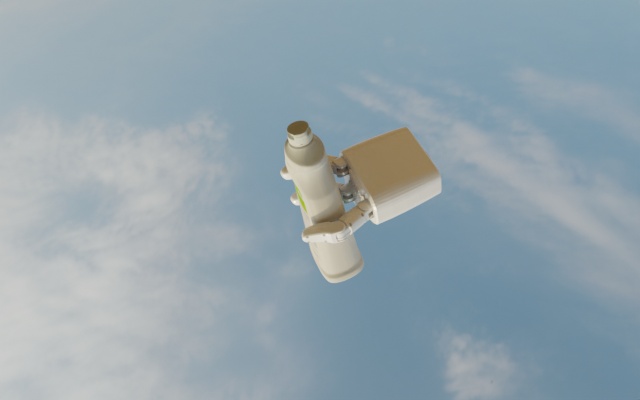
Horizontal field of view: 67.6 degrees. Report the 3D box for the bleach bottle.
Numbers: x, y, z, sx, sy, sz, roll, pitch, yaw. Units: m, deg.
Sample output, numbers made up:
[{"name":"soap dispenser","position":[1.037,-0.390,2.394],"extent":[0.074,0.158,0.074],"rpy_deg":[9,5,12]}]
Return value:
[{"name":"bleach bottle","position":[0.000,0.002,0.666],"extent":[0.068,0.251,0.102],"rpy_deg":[-24,45,-9]}]
